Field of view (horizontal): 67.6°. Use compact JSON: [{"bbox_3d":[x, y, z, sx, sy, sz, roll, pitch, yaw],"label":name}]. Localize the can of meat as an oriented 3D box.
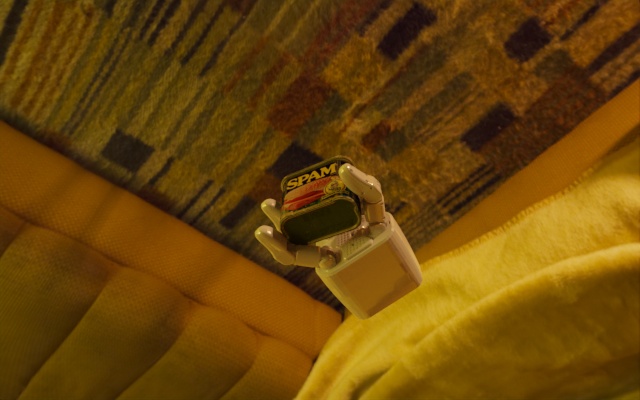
[{"bbox_3d":[0.000,0.002,0.588,0.102,0.057,0.084,-20,36,16],"label":"can of meat"}]
